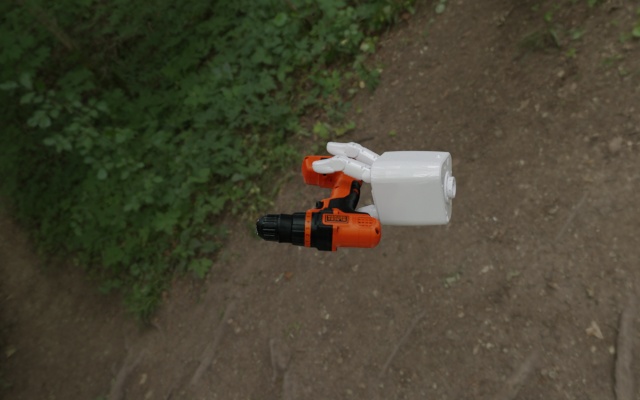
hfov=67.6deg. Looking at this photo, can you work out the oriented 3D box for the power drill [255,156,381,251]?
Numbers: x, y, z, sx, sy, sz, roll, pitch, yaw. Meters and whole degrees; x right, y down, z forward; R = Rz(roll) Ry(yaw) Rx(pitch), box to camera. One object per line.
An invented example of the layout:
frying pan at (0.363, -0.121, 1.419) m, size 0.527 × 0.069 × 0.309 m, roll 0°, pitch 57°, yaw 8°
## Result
power drill at (0.000, 0.002, 0.755) m, size 0.184 × 0.057 × 0.187 m, roll 4°, pitch 40°, yaw 1°
